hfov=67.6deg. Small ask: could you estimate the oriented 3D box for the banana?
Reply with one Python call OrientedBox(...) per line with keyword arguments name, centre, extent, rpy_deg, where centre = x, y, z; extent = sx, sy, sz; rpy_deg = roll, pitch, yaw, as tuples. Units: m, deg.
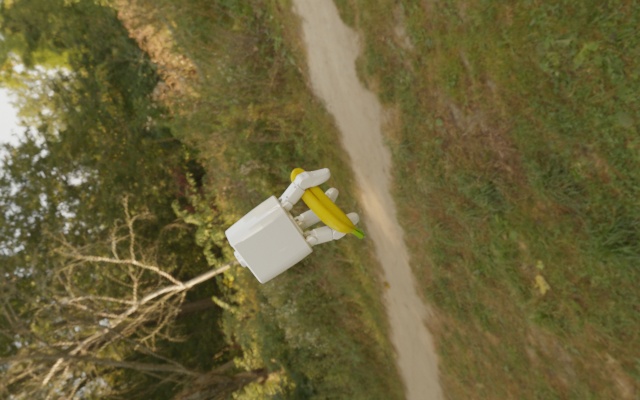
OrientedBox(name="banana", centre=(-0.005, -0.002, 0.830), extent=(0.197, 0.037, 0.070), rpy_deg=(47, 4, 32))
